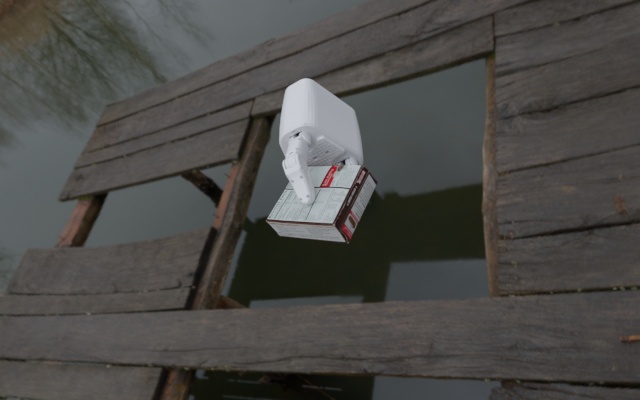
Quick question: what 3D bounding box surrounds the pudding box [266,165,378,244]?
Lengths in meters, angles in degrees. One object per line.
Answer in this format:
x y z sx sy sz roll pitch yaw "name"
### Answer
0.000 0.002 0.573 0.113 0.090 0.039 1 -37 43 "pudding box"
